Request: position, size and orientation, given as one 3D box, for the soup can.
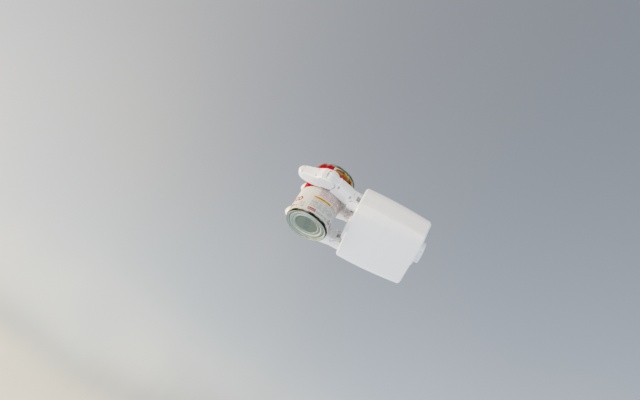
[{"bbox_3d":[0.000,0.002,0.717,0.068,0.068,0.102,0,44,37],"label":"soup can"}]
